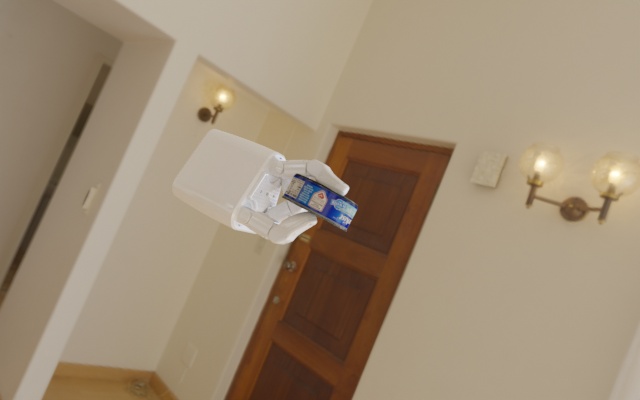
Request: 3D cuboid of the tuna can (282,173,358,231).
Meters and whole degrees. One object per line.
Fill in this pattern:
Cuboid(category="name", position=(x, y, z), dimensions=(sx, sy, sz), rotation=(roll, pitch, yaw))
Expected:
Cuboid(category="tuna can", position=(0.000, 0.001, 0.559), dimensions=(0.086, 0.034, 0.086), rotation=(28, -2, 1))
